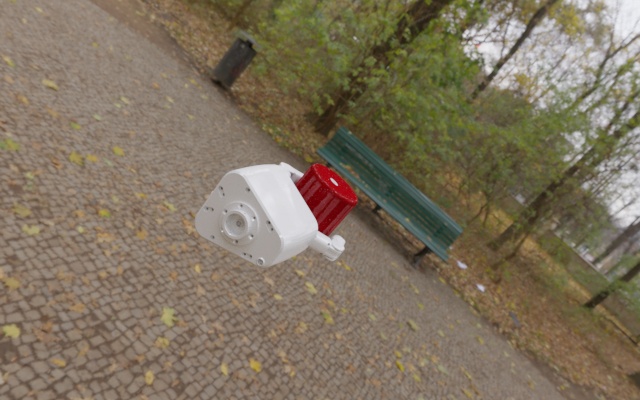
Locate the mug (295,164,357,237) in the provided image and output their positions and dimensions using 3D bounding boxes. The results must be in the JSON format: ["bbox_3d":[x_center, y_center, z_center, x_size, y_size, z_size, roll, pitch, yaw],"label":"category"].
[{"bbox_3d":[0.001,0.002,0.673,0.093,0.081,0.117,43,18,7],"label":"mug"}]
